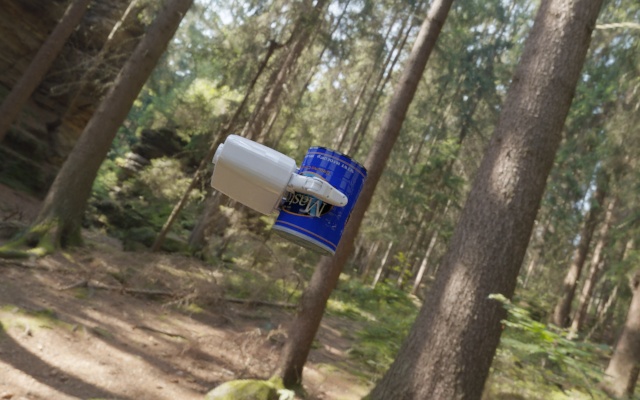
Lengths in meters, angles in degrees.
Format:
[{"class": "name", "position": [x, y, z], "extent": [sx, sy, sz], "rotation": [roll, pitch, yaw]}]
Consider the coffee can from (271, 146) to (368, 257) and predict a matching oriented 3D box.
[{"class": "coffee can", "position": [0.000, 0.003, 0.732], "extent": [0.103, 0.140, 0.103], "rotation": [23, -12, 5]}]
